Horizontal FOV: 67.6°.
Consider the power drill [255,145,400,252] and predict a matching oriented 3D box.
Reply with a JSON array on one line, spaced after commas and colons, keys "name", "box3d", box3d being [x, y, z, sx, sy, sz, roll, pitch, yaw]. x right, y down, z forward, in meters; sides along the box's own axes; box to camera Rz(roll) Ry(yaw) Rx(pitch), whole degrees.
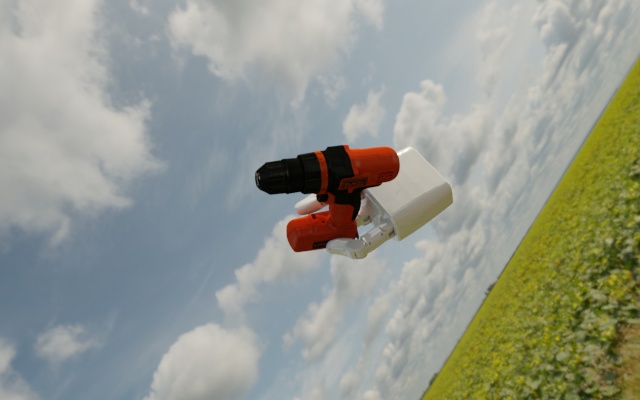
[{"name": "power drill", "box3d": [0.000, 0.002, 0.644, 0.184, 0.057, 0.188, -7, -31, -15]}]
